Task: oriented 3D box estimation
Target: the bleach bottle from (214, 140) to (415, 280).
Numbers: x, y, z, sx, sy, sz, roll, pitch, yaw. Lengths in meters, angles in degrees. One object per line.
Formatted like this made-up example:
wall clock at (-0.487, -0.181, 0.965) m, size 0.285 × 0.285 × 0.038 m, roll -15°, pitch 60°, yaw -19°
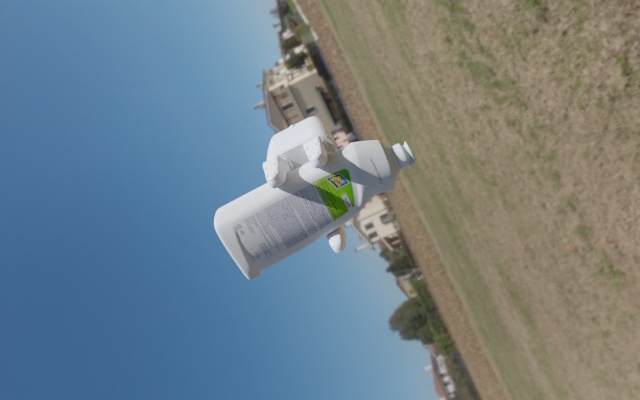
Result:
bleach bottle at (0.000, 0.002, 0.596) m, size 0.251 × 0.103 × 0.068 m, roll -26°, pitch 25°, yaw 6°
